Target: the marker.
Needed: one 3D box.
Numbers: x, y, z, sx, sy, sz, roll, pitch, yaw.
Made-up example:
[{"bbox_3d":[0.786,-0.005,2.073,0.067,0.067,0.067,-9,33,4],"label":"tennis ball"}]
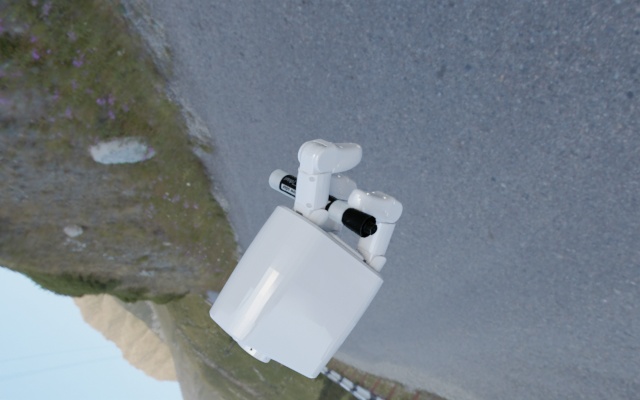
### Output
[{"bbox_3d":[0.000,0.001,0.401,0.020,0.020,0.121,0,21,-46],"label":"marker"}]
